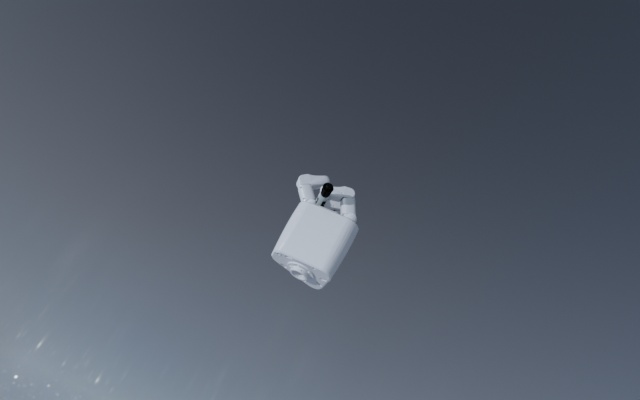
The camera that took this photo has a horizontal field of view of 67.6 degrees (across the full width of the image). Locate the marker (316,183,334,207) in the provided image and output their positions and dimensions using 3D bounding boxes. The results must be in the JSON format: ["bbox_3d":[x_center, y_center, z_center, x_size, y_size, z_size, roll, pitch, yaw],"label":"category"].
[{"bbox_3d":[0.000,0.003,0.829,0.020,0.020,0.121,0,-26,-15],"label":"marker"}]
